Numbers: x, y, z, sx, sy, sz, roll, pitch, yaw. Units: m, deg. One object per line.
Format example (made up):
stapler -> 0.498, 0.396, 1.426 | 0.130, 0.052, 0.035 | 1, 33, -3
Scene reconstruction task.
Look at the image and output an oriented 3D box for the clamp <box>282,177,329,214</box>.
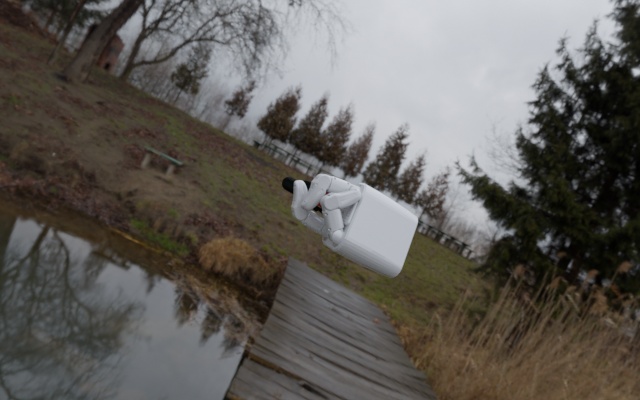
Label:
clamp -> 0.000, 0.002, 0.803 | 0.120, 0.039, 0.171 | 30, -1, -16
